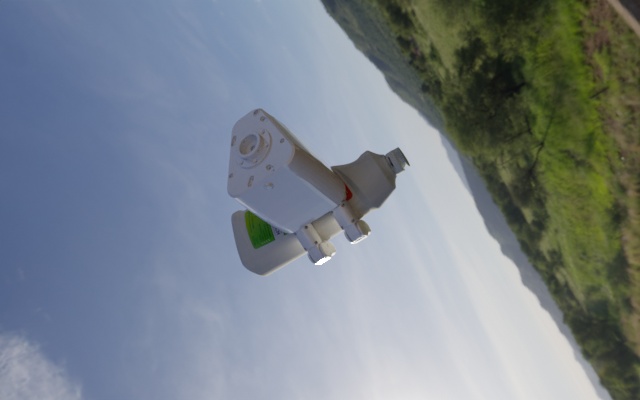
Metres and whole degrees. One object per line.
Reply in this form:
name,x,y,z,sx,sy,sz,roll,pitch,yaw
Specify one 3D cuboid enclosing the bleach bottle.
bleach bottle,0.000,0.002,0.635,0.251,0.102,0.068,-32,-37,17
